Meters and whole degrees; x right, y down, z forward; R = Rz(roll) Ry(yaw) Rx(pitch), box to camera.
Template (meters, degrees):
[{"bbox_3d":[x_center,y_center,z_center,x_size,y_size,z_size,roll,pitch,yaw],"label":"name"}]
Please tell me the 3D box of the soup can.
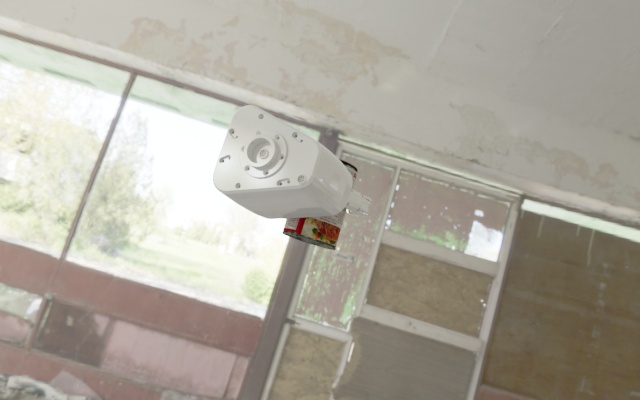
[{"bbox_3d":[0.000,0.002,0.582,0.068,0.102,0.068,17,-8,2],"label":"soup can"}]
